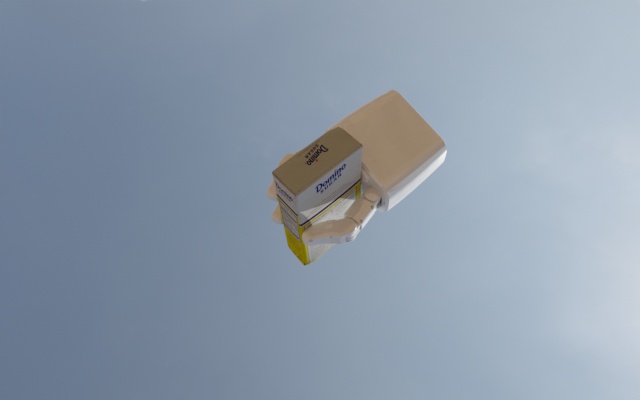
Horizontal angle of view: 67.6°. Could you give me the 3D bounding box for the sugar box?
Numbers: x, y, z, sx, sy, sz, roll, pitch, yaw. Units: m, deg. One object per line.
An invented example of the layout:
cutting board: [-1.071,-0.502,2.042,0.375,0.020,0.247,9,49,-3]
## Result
sugar box: [0.000,0.001,0.553,0.093,0.048,0.176,-37,-28,-19]
